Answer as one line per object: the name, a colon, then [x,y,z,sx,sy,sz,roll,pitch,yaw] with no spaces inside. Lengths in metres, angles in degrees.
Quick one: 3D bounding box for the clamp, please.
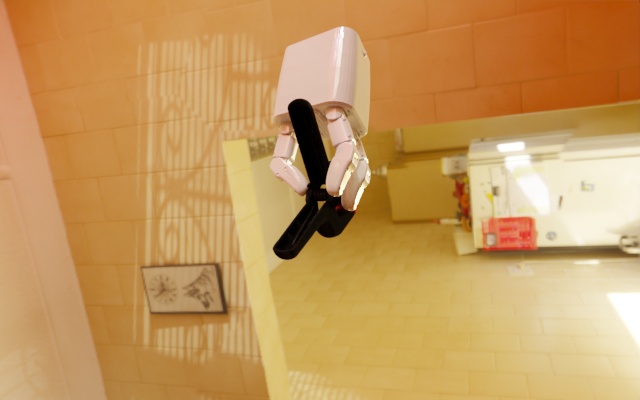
clamp: [0.000,0.002,0.556,0.036,0.164,0.210,3,-16,21]
